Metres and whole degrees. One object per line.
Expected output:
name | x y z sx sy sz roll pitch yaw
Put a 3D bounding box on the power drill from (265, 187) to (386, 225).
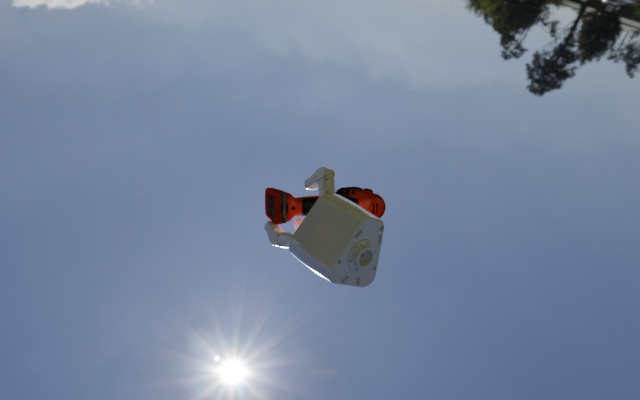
power drill | 0.000 0.003 0.840 0.187 0.057 0.184 -3 6 -15
